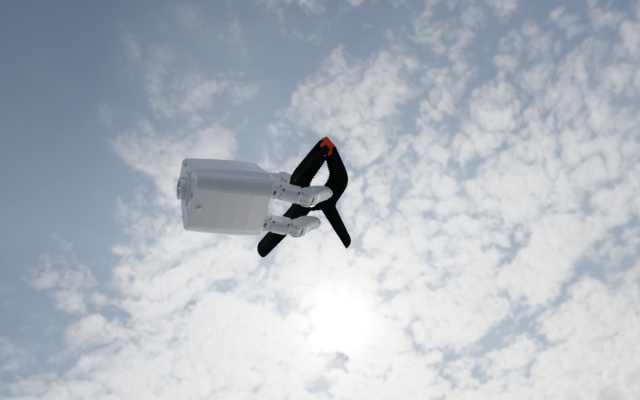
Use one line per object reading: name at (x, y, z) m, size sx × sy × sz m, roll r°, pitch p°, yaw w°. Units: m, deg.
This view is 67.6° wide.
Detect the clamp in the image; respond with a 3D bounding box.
clamp at (0.000, 0.002, 0.746) m, size 0.164 × 0.210 × 0.036 m, roll 3°, pitch 31°, yaw -29°
